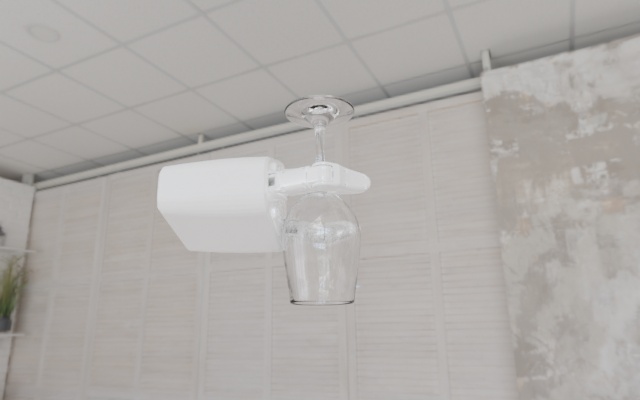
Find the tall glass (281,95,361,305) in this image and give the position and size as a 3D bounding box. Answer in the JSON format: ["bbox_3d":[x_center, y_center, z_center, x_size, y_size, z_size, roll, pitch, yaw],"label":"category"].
[{"bbox_3d":[0.000,0.001,0.479,0.079,0.201,0.079,-1,-16,0],"label":"tall glass"}]
